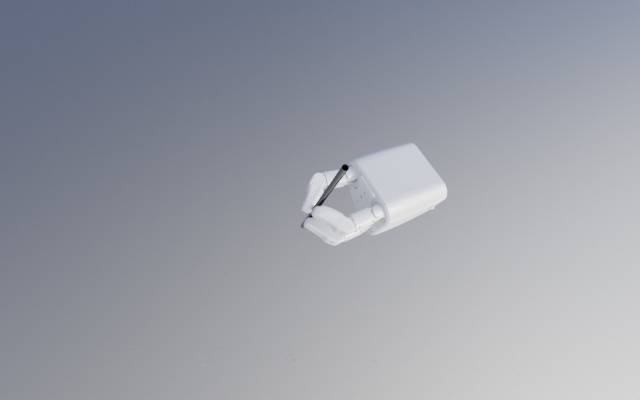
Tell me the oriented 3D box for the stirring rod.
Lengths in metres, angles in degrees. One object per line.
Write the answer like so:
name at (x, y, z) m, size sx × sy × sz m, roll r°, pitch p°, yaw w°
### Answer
stirring rod at (0.000, 0.002, 0.632) m, size 0.011 × 0.011 × 0.240 m, roll 0°, pitch -18°, yaw -14°
